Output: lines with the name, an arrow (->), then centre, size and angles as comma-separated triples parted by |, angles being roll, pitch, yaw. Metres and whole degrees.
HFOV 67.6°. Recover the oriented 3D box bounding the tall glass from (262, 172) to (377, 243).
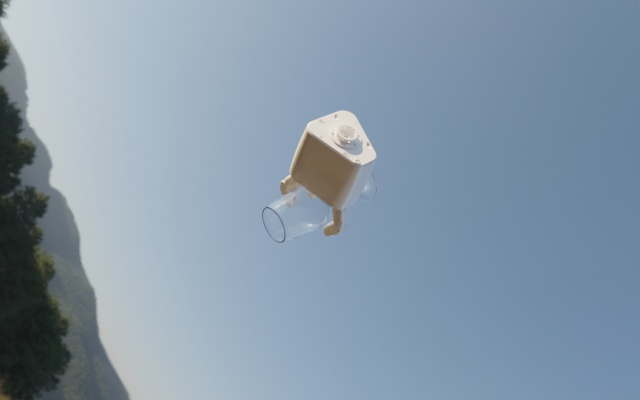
tall glass -> 0.001, 0.003, 0.810 | 0.201, 0.079, 0.079 | -26, 15, -33
